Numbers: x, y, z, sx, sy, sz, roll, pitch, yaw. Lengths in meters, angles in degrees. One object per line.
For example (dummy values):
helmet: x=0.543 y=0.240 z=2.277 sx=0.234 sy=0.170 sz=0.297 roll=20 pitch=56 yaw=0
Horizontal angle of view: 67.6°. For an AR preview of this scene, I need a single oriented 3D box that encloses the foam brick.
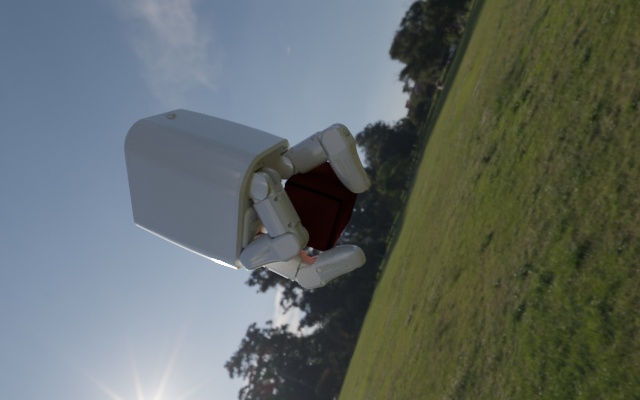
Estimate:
foam brick: x=0.000 y=0.001 z=0.424 sx=0.051 sy=0.053 sz=0.078 roll=19 pitch=23 yaw=10
